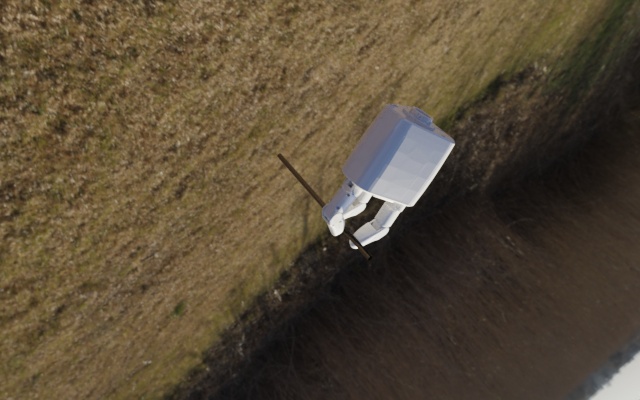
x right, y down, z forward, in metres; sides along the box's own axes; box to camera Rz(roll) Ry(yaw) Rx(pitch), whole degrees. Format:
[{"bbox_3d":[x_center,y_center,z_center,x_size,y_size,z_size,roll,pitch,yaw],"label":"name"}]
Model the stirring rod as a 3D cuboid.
[{"bbox_3d":[0.000,0.002,0.707,0.011,0.011,0.239,0,39,-46],"label":"stirring rod"}]
